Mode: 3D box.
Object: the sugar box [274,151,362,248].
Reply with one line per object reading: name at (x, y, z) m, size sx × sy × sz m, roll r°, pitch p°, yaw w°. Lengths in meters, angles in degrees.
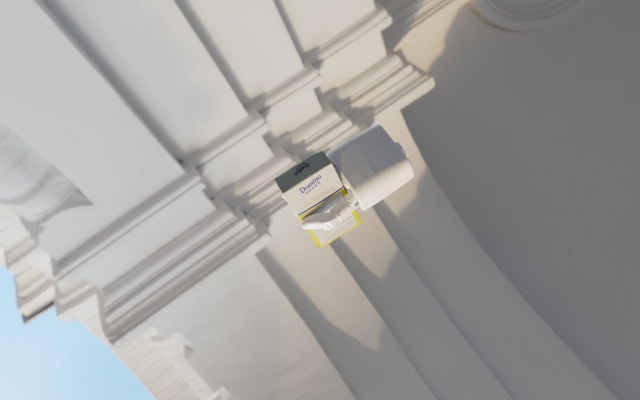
sugar box at (0.000, 0.002, 0.812) m, size 0.093 × 0.048 × 0.176 m, roll -32°, pitch -43°, yaw -2°
